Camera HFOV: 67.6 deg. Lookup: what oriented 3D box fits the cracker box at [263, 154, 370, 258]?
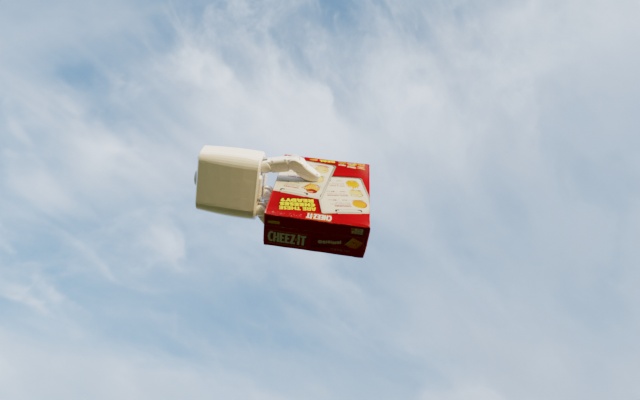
[{"bbox_3d":[0.000,0.002,0.823,0.164,0.072,0.213,7,31,1],"label":"cracker box"}]
